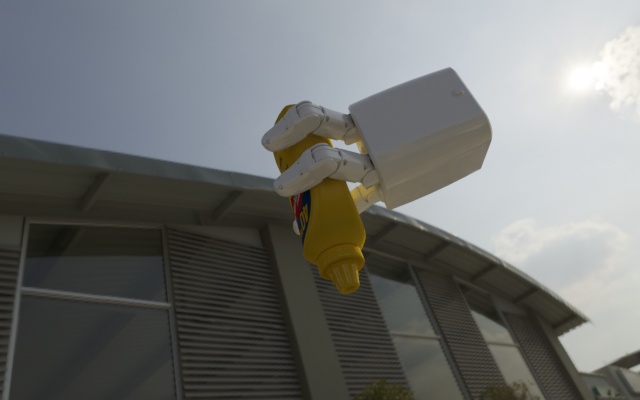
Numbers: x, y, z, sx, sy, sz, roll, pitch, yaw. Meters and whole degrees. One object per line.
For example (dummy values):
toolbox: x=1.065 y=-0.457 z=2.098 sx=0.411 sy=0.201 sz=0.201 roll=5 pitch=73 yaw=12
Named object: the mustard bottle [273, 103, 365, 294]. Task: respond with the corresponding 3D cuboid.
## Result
mustard bottle: x=0.000 y=0.001 z=0.458 sx=0.058 sy=0.191 sz=0.096 roll=-8 pitch=-37 yaw=-15
